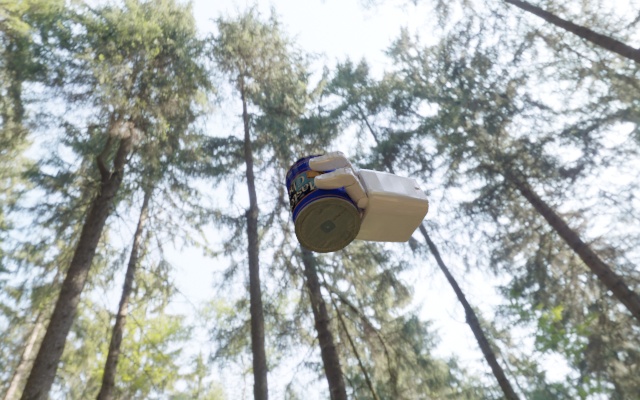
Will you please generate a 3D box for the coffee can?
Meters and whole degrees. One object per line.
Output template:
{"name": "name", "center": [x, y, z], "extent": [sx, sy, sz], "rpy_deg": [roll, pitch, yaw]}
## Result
{"name": "coffee can", "center": [0.000, 0.003, 0.778], "extent": [0.103, 0.103, 0.140], "rpy_deg": [0, 34, -11]}
